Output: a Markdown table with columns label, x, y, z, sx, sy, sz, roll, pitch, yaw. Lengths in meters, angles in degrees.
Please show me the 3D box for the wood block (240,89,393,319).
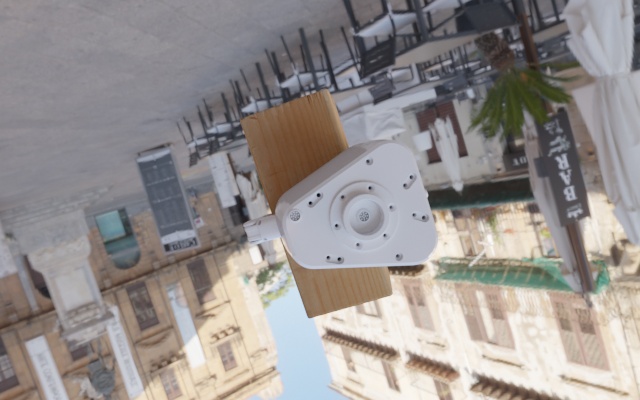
| label | x | y | z | sx | sy | sz | roll | pitch | yaw |
| --- | --- | --- | --- | --- | --- | --- | --- | --- | --- |
| wood block | 0.000 | 0.002 | 0.498 | 0.091 | 0.206 | 0.090 | -17 | 5 | 7 |
